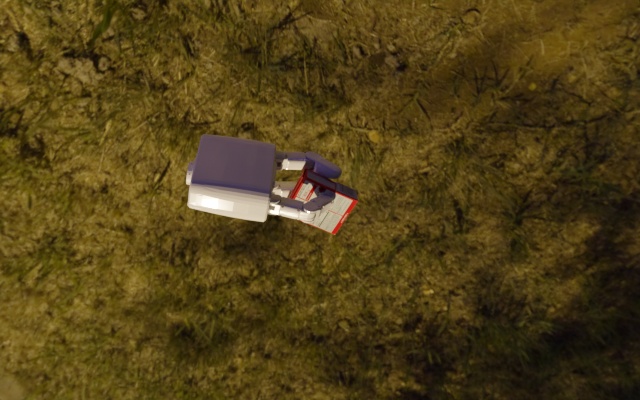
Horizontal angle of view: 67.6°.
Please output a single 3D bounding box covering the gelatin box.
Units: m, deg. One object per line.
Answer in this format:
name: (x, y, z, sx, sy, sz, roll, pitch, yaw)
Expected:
gelatin box: (0.000, 0.003, 0.707, 0.089, 0.073, 0.030, 23, 32, -13)
